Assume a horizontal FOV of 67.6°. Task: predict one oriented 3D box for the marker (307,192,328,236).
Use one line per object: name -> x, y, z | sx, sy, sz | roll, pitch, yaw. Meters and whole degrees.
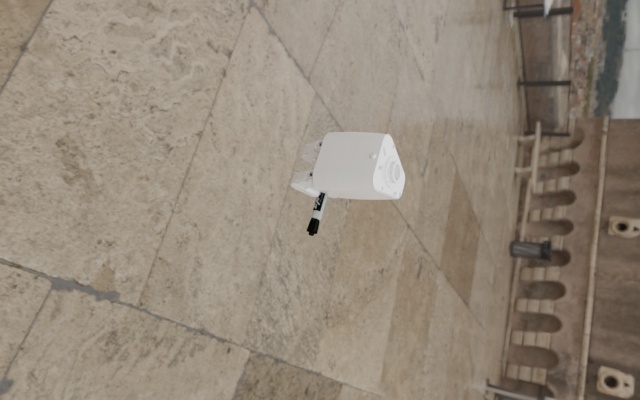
marker -> 0.000, 0.003, 0.812 | 0.020, 0.121, 0.020 | 15, -19, 5
